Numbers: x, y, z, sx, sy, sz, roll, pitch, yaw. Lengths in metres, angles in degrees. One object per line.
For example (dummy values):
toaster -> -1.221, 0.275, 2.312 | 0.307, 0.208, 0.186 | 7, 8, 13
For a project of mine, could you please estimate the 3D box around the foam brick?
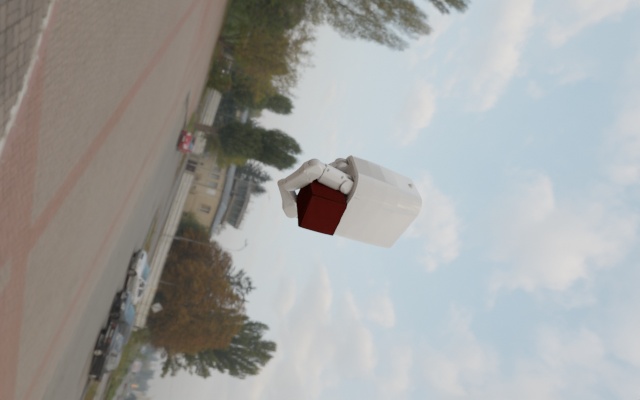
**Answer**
foam brick -> 0.000, 0.002, 0.652 | 0.051, 0.053, 0.078 | 18, 26, -15
